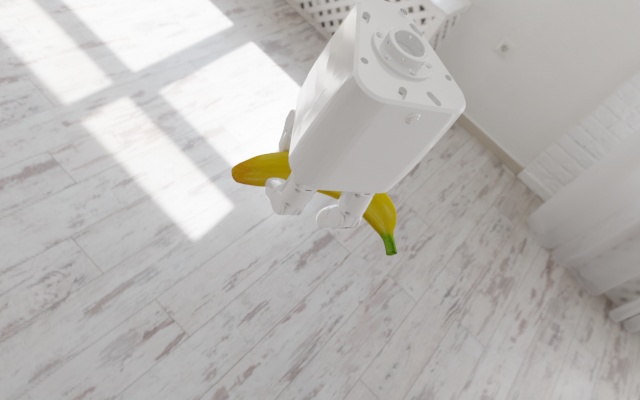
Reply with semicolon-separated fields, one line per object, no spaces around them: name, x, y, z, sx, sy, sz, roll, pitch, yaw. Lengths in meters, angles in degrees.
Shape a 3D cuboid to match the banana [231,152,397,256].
banana;0.007;-0.012;0.500;0.198;0.069;0.037;26;-34;-15
